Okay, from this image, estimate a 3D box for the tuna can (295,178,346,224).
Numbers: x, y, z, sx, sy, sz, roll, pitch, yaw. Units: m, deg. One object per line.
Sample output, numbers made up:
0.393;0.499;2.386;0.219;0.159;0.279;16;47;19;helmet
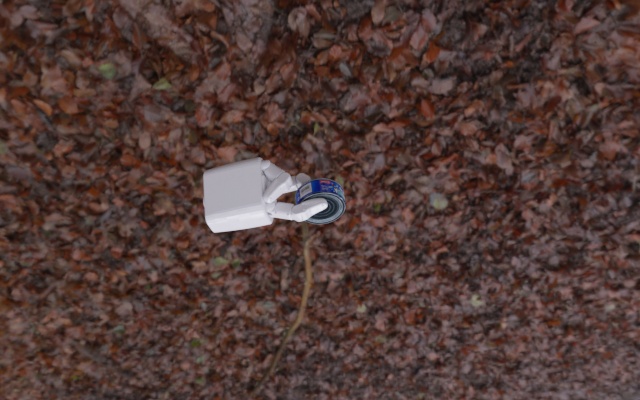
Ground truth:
0.000;0.003;0.824;0.086;0.033;0.086;-4;-41;-4;tuna can
